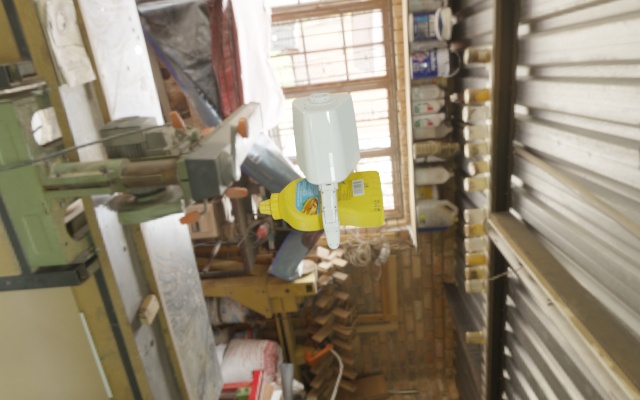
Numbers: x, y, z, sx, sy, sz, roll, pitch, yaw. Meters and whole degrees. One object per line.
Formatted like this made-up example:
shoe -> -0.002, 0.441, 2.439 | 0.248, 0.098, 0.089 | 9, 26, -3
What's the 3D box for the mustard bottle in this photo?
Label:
mustard bottle -> 0.000, 0.003, 0.741 | 0.191, 0.096, 0.058 | -5, -41, 5
